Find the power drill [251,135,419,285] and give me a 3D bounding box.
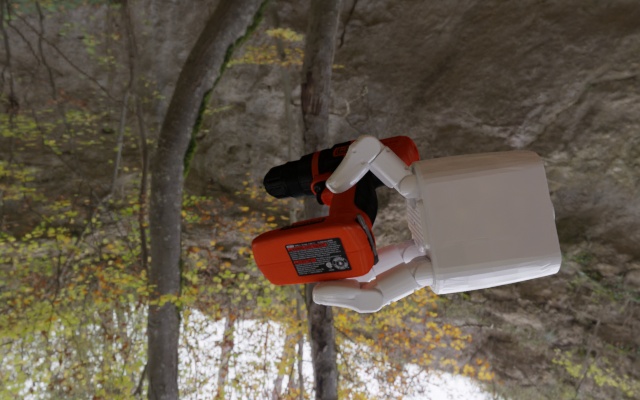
[{"bbox_3d":[0.000,0.002,0.478,0.184,0.057,0.187,-12,29,24],"label":"power drill"}]
